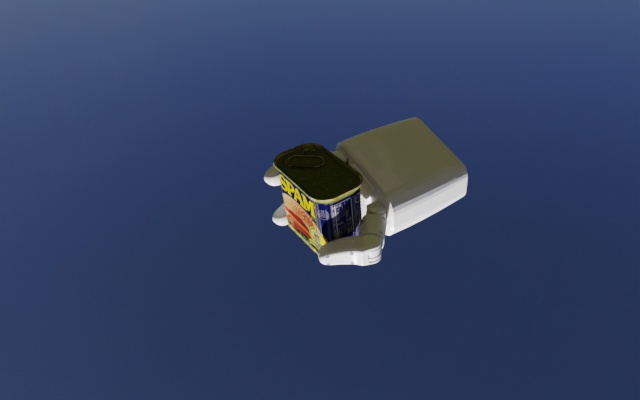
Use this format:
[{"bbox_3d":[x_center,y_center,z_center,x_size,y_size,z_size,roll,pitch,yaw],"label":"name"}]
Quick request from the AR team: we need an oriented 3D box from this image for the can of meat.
[{"bbox_3d":[0.000,0.002,0.492,0.057,0.084,0.102,-26,41,-22],"label":"can of meat"}]
